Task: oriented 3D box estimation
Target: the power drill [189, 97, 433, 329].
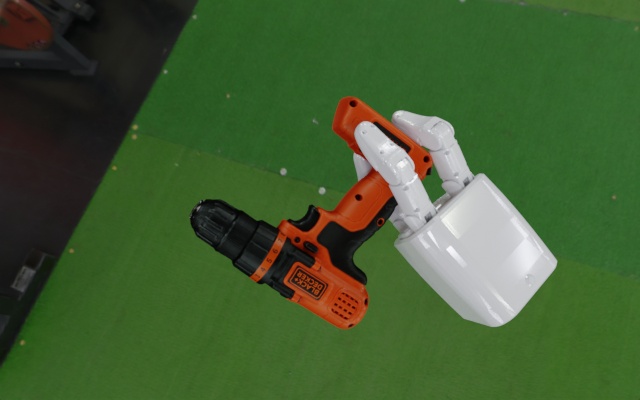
[{"bbox_3d":[0.001,0.001,0.443,0.184,0.187,0.057,34,-2,-12],"label":"power drill"}]
